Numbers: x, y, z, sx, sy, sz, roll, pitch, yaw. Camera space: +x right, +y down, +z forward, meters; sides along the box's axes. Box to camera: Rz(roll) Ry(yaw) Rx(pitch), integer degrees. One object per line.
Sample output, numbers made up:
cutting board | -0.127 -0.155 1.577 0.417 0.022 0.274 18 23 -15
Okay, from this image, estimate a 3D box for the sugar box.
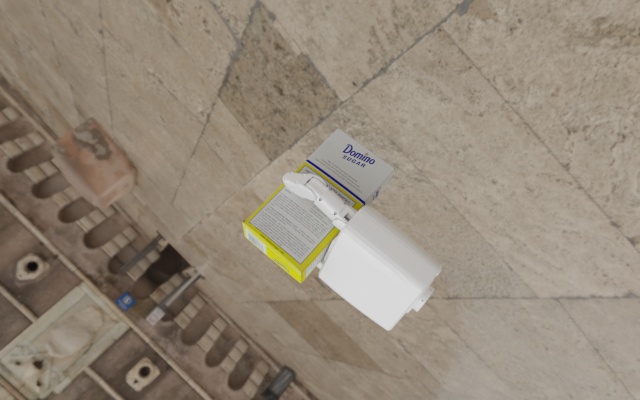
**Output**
sugar box | 0.000 0.002 0.575 0.093 0.176 0.048 38 -24 15
